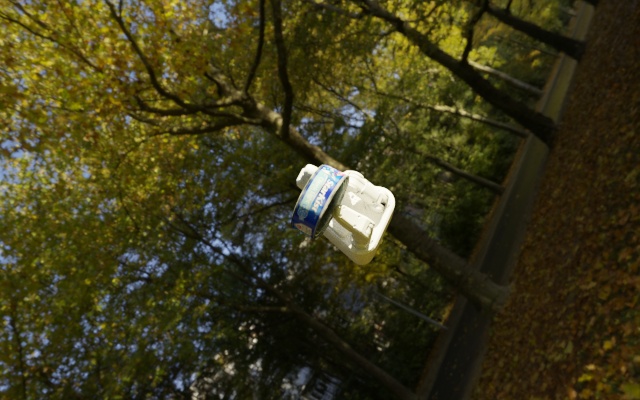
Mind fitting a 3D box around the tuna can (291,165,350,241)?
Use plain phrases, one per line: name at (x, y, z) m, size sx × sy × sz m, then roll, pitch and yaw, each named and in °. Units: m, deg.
tuna can at (0.000, 0.002, 0.561) m, size 0.034 × 0.086 × 0.086 m, roll 28°, pitch 5°, yaw 10°
